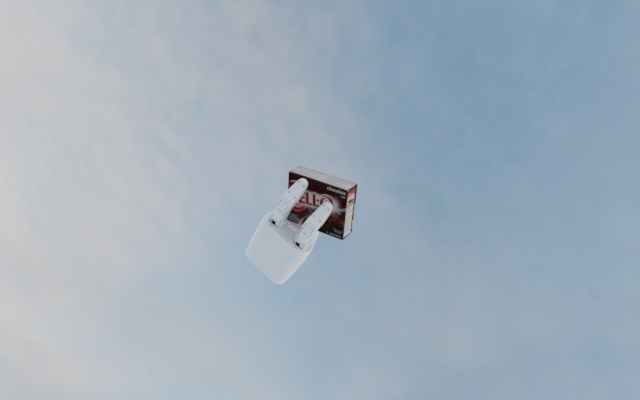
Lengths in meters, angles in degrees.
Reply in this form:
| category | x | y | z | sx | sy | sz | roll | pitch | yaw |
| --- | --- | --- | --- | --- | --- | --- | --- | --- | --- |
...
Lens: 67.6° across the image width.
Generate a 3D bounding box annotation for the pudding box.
| category | x | y | z | sx | sy | sz | roll | pitch | yaw |
| --- | --- | --- | --- | --- | --- | --- | --- | --- | --- |
| pudding box | 0.000 | 0.003 | 0.774 | 0.113 | 0.090 | 0.039 | 18 | 31 | 24 |
